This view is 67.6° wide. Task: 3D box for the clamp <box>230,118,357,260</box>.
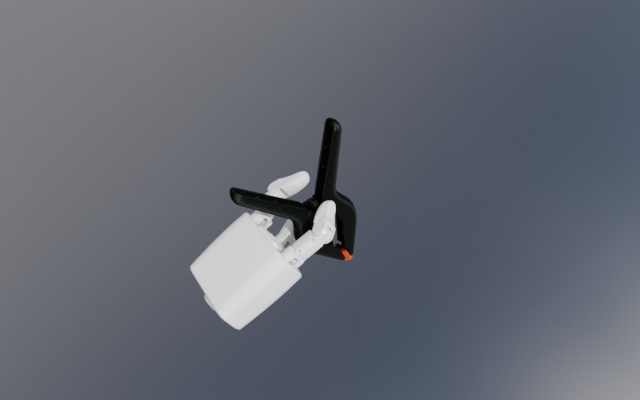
[{"bbox_3d":[0.001,0.003,0.646,0.210,0.164,0.036,50,-3,-37],"label":"clamp"}]
